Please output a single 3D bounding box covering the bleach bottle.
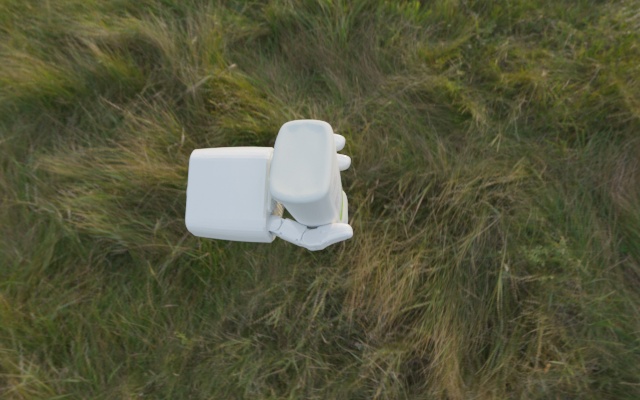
[{"bbox_3d":[0.000,0.002,0.613,0.068,0.102,0.251,2,-22,11],"label":"bleach bottle"}]
